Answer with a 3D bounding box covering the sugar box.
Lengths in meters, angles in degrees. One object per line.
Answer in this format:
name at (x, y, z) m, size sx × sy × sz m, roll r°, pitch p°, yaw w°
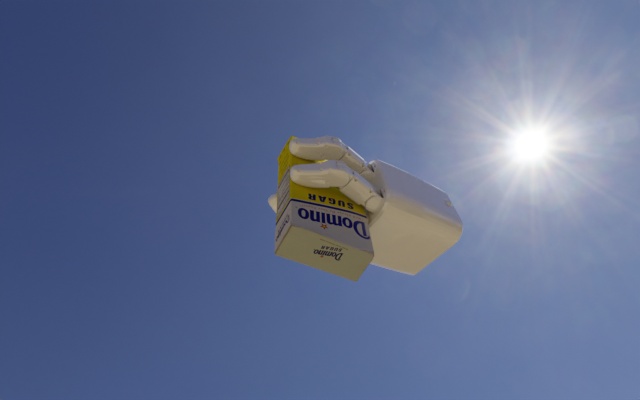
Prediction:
sugar box at (0.000, 0.001, 0.522) m, size 0.093 × 0.048 × 0.176 m, roll 21°, pitch 29°, yaw -18°
